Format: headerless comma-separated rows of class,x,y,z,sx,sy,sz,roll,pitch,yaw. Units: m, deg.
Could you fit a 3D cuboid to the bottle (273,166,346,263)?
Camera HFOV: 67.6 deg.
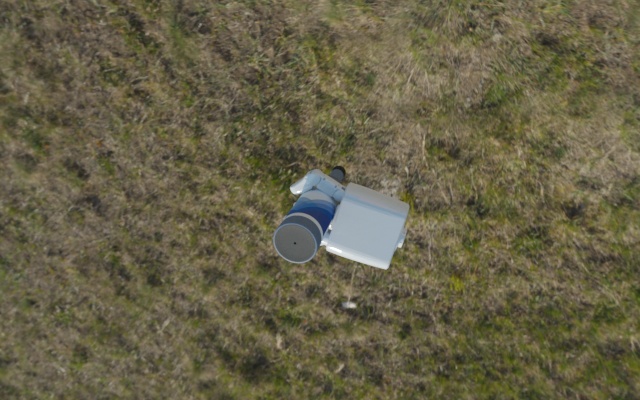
bottle,0.000,0.003,0.813,0.069,0.069,0.295,0,24,16
